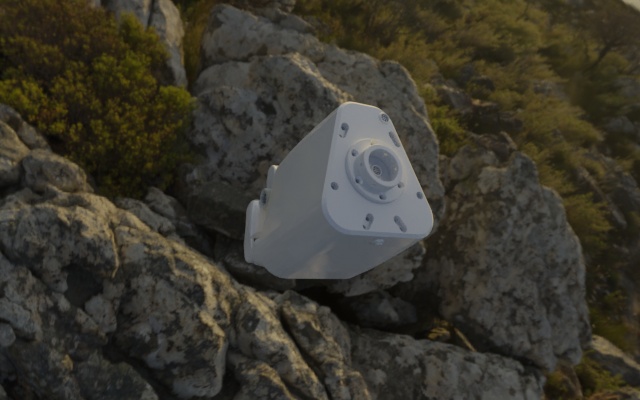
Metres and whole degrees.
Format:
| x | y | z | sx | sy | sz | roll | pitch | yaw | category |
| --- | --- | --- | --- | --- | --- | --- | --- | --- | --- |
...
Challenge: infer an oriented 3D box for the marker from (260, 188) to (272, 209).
| x | y | z | sx | sy | sz | roll | pitch | yaw | category |
| --- | --- | --- | --- | --- | --- | --- | --- | --- | --- |
| 0.000 | 0.002 | 0.471 | 0.121 | 0.020 | 0.020 | 4 | -2 | -28 | marker |
